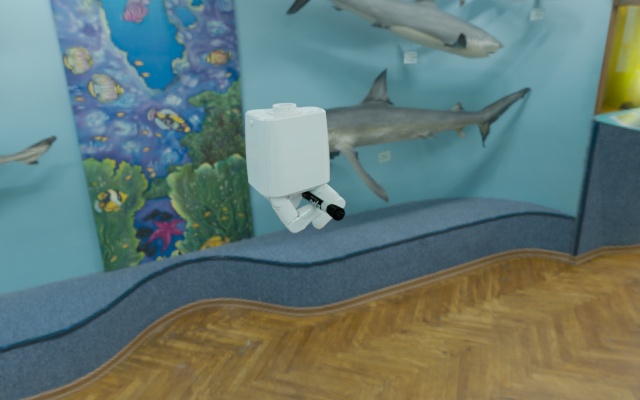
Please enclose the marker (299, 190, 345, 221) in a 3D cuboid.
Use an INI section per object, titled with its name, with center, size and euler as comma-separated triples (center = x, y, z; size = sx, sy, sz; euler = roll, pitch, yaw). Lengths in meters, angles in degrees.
[marker]
center = 0.000, 0.002, 0.666
size = 0.020, 0.020, 0.121
euler = 0, 17, -27
